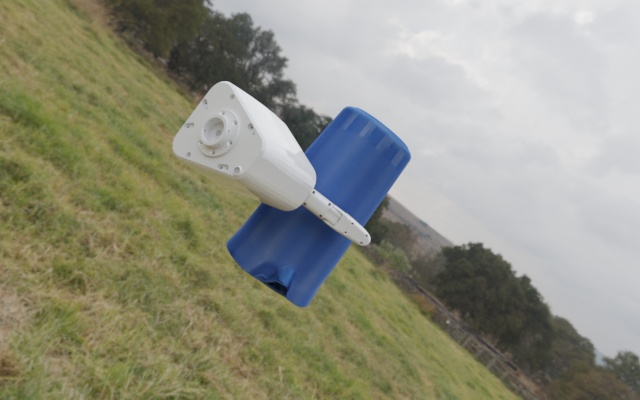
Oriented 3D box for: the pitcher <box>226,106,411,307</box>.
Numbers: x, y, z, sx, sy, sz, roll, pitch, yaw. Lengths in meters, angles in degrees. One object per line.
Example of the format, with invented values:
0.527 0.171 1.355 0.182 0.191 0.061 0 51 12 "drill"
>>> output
0.000 0.002 0.622 0.149 0.243 0.145 40 4 32 "pitcher"
